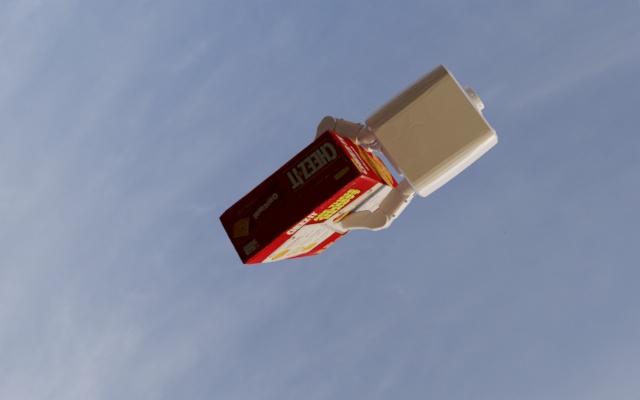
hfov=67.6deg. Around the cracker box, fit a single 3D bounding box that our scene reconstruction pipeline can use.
[{"bbox_3d":[0.000,0.002,0.598,0.164,0.072,0.214,-38,-16,15],"label":"cracker box"}]
